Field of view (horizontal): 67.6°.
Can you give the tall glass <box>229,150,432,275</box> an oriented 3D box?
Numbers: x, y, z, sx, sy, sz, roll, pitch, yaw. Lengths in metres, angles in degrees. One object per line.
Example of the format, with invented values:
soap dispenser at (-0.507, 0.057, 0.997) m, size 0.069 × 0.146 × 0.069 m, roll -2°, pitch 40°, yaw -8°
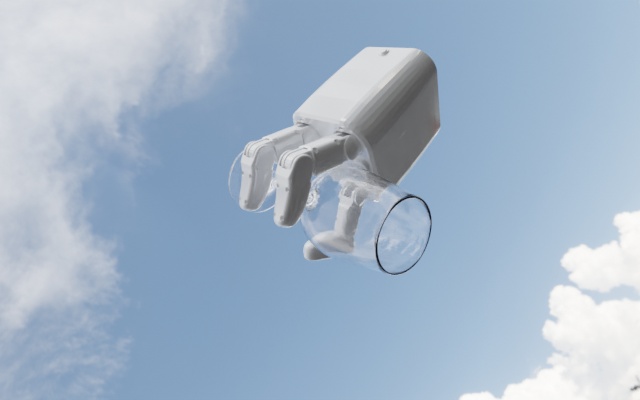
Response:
tall glass at (0.000, 0.001, 0.424) m, size 0.079 × 0.079 × 0.201 m, roll 0°, pitch 15°, yaw -40°
